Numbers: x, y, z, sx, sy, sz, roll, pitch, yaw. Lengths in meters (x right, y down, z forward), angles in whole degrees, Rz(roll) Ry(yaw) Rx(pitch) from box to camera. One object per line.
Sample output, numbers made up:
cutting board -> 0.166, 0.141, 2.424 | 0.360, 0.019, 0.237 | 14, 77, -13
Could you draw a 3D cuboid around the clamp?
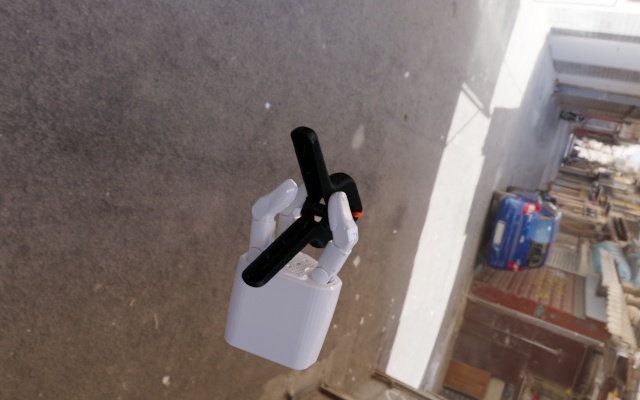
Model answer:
clamp -> 0.001, 0.002, 0.535 | 0.036, 0.164, 0.210 | 25, 16, 25
